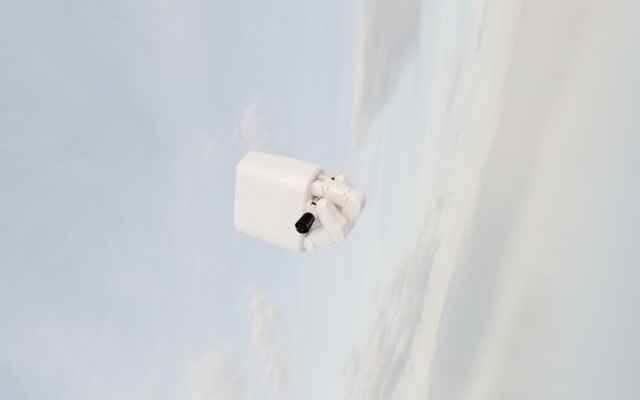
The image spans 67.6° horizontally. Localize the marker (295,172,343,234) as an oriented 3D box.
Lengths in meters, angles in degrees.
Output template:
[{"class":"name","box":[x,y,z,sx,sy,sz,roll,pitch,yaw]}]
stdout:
[{"class":"marker","box":[0.000,0.002,0.606,0.020,0.020,0.121,0,34,30]}]
